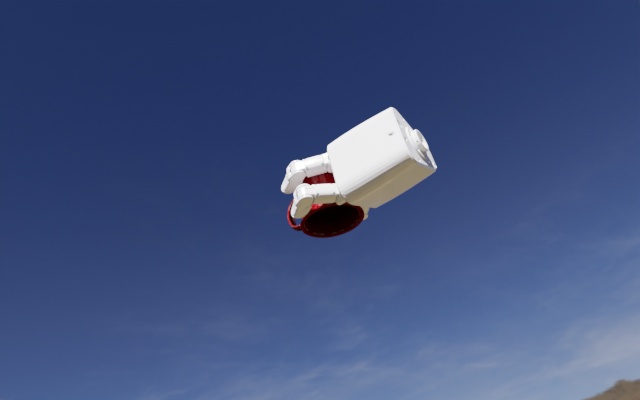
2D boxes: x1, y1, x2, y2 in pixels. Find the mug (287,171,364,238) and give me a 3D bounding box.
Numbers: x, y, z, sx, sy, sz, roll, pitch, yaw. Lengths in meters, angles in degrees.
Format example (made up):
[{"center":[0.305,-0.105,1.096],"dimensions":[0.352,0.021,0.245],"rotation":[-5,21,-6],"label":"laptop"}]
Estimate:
[{"center":[-0.001,0.003,0.703],"dimensions":[0.117,0.081,0.093],"rotation":[-30,-36,25],"label":"mug"}]
